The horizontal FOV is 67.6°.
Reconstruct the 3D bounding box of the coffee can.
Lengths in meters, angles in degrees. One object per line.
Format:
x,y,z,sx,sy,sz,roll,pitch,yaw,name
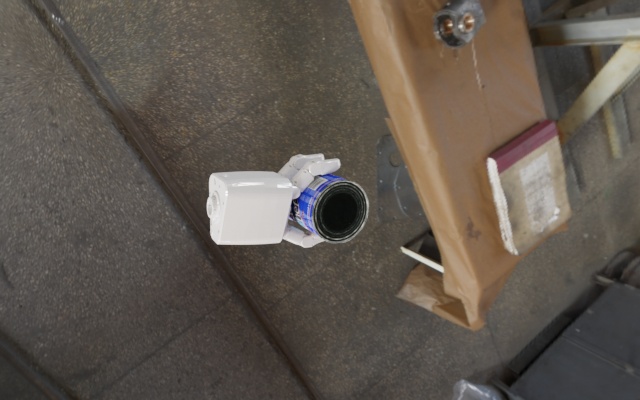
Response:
0.000,0.003,0.798,0.103,0.103,0.140,0,13,-29,coffee can
